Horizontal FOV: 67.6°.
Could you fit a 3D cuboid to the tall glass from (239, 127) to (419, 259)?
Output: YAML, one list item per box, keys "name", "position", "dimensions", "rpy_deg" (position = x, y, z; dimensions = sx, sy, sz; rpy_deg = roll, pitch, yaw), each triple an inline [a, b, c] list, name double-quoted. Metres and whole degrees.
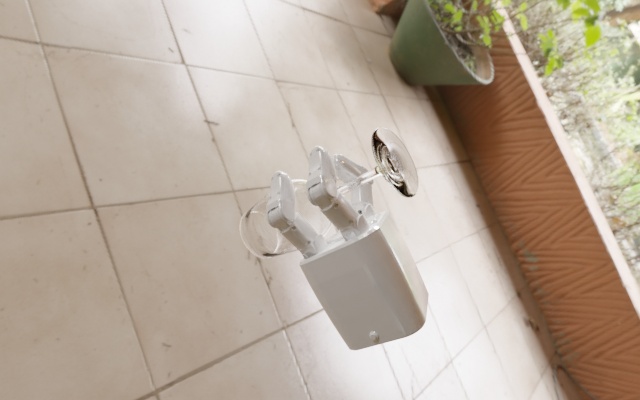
- name: "tall glass"
  position: [0.001, 0.001, 0.511]
  dimensions: [0.201, 0.079, 0.079]
  rpy_deg: [-28, -16, 34]
